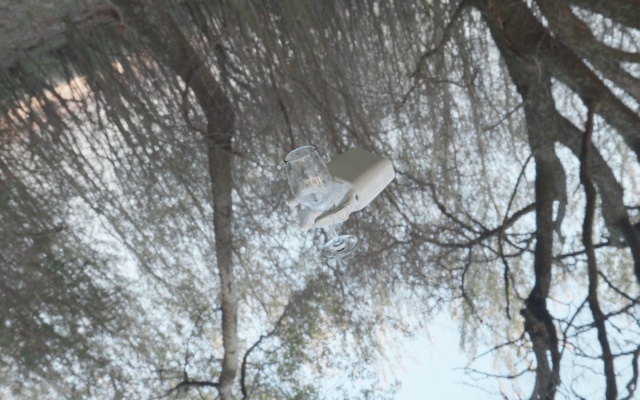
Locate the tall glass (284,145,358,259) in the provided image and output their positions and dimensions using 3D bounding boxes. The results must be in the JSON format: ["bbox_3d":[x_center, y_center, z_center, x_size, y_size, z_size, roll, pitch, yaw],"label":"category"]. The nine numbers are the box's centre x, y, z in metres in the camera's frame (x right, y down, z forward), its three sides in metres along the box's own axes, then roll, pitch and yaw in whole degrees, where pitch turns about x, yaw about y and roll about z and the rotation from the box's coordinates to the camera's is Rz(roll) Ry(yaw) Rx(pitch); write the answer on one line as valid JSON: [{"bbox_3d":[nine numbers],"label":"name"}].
[{"bbox_3d":[0.000,0.003,0.856,0.079,0.201,0.079,-19,24,9],"label":"tall glass"}]
